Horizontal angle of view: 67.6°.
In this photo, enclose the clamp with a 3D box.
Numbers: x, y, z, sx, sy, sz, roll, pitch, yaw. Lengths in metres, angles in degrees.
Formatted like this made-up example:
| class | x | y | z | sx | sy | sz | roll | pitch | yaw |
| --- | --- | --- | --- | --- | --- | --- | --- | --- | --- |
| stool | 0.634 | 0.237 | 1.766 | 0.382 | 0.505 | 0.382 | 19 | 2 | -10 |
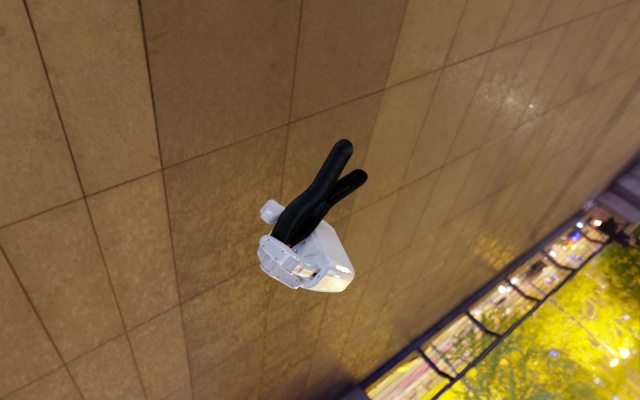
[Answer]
| class | x | y | z | sx | sy | sz | roll | pitch | yaw |
| --- | --- | --- | --- | --- | --- | --- | --- | --- | --- |
| clamp | 0.000 | 0.003 | 0.640 | 0.039 | 0.171 | 0.120 | 45 | 7 | 29 |
